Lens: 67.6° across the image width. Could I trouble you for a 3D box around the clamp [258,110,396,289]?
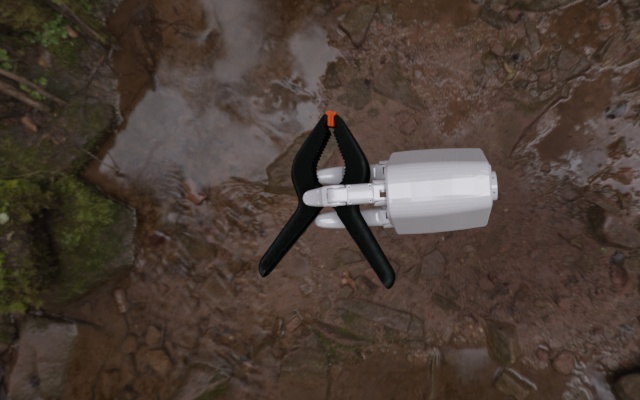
[{"bbox_3d":[0.000,0.001,0.566,0.164,0.210,0.036,-4,-2,12],"label":"clamp"}]
